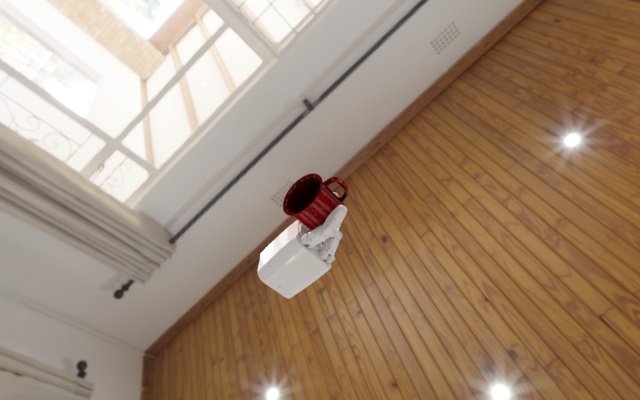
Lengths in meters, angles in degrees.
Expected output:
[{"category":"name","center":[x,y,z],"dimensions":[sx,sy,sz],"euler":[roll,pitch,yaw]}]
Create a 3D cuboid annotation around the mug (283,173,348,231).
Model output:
[{"category":"mug","center":[0.001,0.002,0.882],"dimensions":[0.081,0.117,0.093],"euler":[42,15,-34]}]
